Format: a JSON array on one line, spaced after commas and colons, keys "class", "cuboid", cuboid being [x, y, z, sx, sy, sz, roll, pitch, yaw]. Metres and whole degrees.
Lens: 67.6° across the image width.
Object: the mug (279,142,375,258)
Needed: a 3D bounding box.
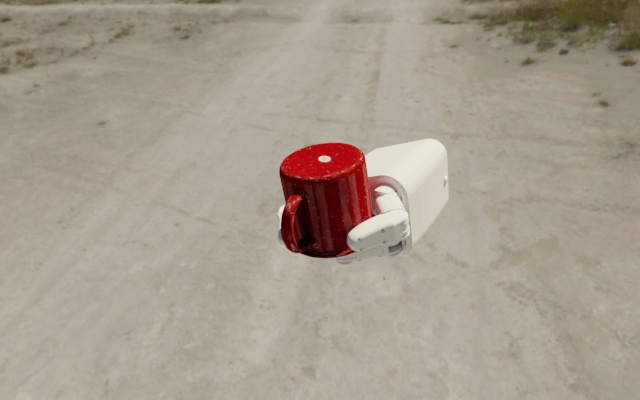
[{"class": "mug", "cuboid": [-0.001, 0.002, 0.450, 0.093, 0.081, 0.117, 12, 36, 34]}]
